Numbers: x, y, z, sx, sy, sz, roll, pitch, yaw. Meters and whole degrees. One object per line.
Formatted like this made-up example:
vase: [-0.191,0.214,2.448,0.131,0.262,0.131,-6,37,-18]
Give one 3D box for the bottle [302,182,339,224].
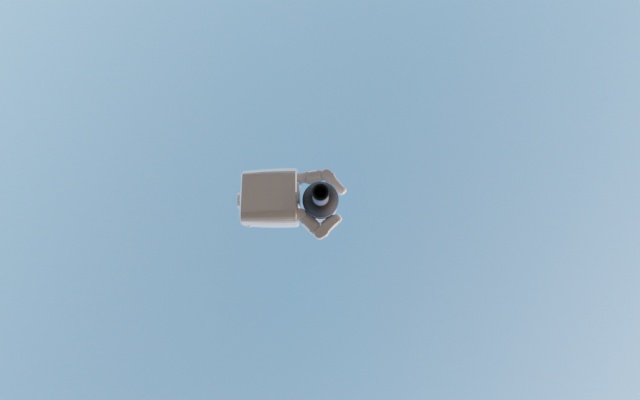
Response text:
bottle: [0.000,0.003,0.899,0.069,0.069,0.296,0,-6,0]
